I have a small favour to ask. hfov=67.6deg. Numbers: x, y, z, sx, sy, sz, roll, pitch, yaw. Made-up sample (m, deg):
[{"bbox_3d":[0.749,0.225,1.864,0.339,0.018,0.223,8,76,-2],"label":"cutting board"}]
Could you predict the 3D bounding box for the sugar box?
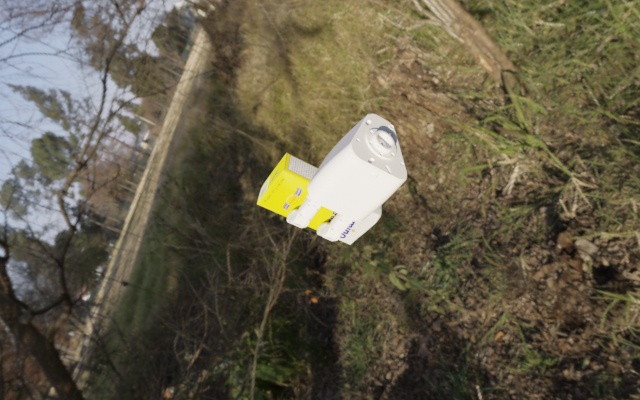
[{"bbox_3d":[0.000,0.003,0.751,0.176,0.048,0.093,26,-46,-18],"label":"sugar box"}]
